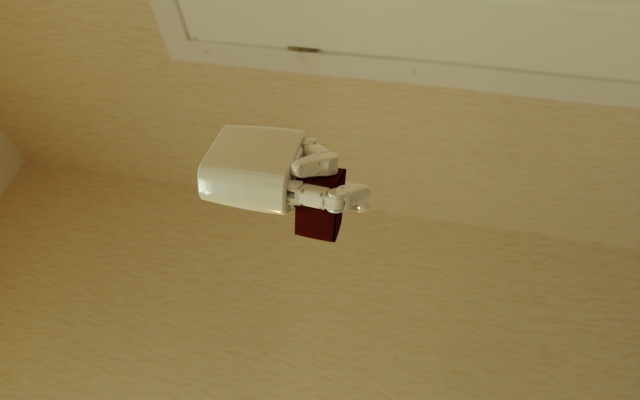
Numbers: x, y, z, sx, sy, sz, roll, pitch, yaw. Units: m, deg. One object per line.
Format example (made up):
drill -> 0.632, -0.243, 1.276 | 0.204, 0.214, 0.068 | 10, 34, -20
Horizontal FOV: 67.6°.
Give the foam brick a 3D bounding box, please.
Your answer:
foam brick -> 0.000, 0.002, 0.580 | 0.051, 0.078, 0.053 | 8, 26, 9
